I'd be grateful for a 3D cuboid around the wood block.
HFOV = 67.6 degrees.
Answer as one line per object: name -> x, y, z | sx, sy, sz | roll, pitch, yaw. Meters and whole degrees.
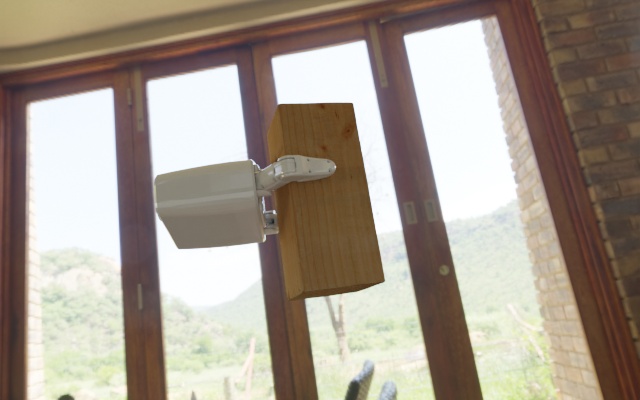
wood block -> 0.000, 0.002, 0.544 | 0.090, 0.206, 0.091 | -4, -15, -16
